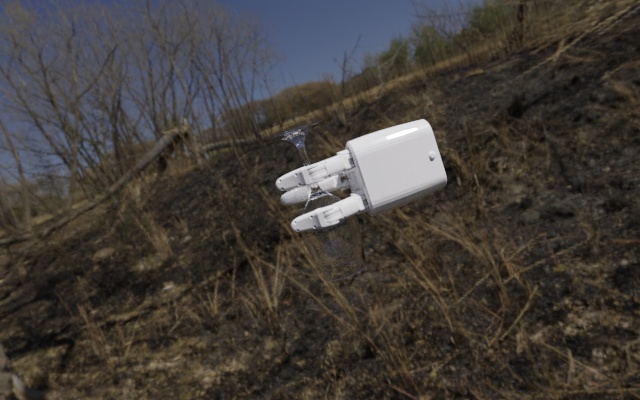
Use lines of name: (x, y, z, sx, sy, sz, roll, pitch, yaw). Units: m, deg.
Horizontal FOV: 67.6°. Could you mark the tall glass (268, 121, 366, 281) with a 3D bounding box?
tall glass: (0.000, 0.001, 0.630, 0.079, 0.201, 0.079, -19, 7, 2)
